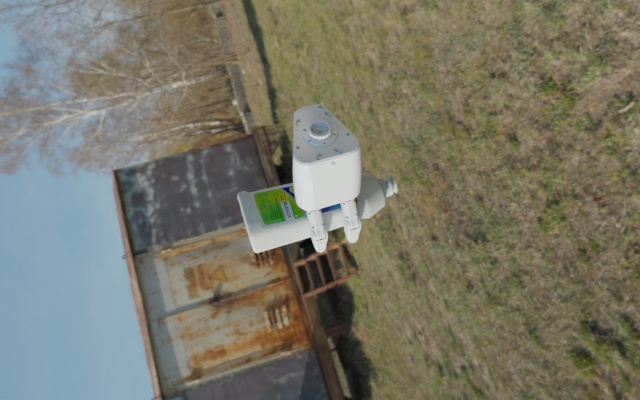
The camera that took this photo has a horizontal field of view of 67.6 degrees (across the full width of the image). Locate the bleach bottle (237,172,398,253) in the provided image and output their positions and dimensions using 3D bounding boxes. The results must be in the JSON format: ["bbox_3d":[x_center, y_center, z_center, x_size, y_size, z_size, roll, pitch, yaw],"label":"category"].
[{"bbox_3d":[0.000,0.003,0.775,0.251,0.102,0.068,-17,-34,-9],"label":"bleach bottle"}]
